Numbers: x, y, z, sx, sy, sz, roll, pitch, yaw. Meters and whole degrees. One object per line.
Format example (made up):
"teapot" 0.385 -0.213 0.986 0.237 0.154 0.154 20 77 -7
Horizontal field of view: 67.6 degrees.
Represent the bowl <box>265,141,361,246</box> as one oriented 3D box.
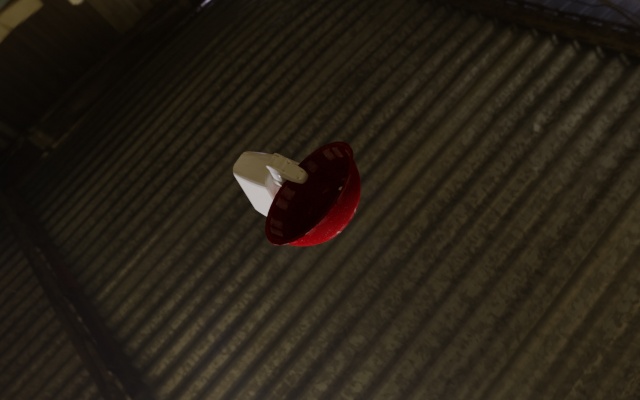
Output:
"bowl" 0.001 0.003 0.627 0.055 0.162 0.162 38 -20 -26
